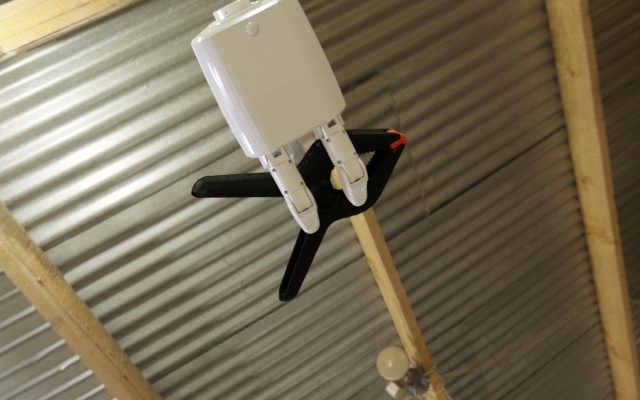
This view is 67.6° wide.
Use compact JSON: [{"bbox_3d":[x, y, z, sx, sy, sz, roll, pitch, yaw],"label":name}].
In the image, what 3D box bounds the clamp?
[{"bbox_3d":[0.000,0.001,0.489,0.210,0.165,0.036,-30,28,-6],"label":"clamp"}]
